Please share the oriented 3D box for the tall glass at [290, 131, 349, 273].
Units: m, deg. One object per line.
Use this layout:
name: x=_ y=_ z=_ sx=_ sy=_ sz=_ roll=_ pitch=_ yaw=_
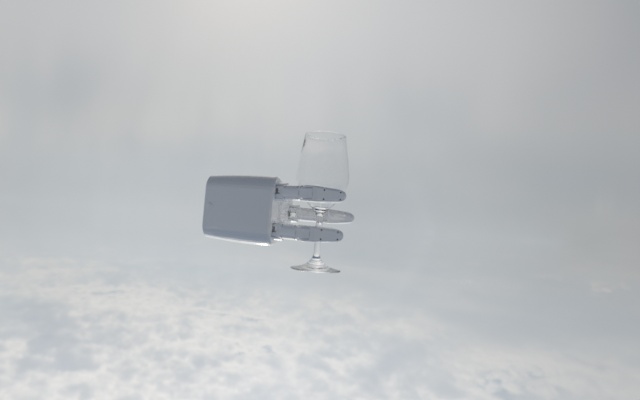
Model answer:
tall glass: x=0.000 y=0.003 z=0.702 sx=0.079 sy=0.201 sz=0.079 roll=5 pitch=-3 yaw=0
